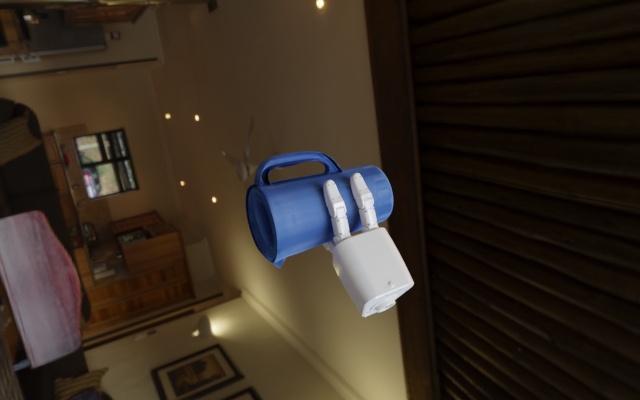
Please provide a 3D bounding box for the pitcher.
[{"bbox_3d":[0.000,0.003,0.827,0.243,0.145,0.149,-15,-28,-26],"label":"pitcher"}]
